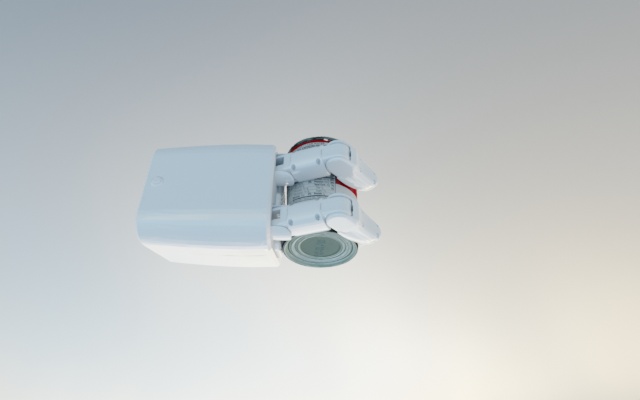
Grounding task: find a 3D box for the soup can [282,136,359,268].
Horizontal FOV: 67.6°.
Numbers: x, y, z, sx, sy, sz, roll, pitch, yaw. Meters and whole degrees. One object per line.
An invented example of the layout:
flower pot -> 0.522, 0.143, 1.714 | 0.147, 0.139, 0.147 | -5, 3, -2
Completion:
soup can -> 0.001, 0.002, 0.437 | 0.068, 0.102, 0.069 | 1, -35, 0
